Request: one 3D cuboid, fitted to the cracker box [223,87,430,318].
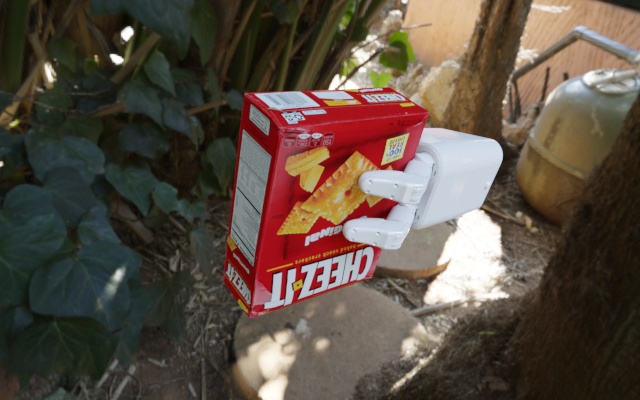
[{"bbox_3d":[0.000,0.001,0.473,0.164,0.214,0.072,-11,39,-33],"label":"cracker box"}]
